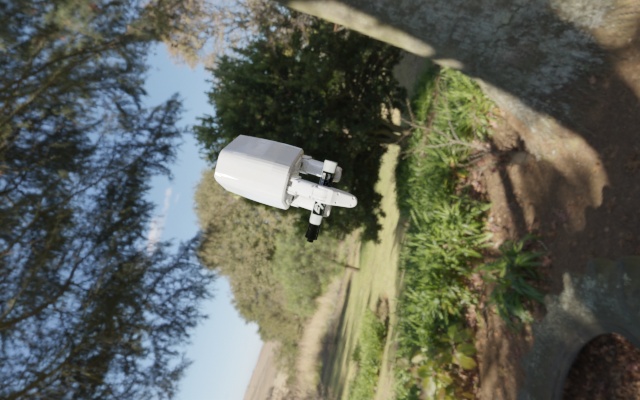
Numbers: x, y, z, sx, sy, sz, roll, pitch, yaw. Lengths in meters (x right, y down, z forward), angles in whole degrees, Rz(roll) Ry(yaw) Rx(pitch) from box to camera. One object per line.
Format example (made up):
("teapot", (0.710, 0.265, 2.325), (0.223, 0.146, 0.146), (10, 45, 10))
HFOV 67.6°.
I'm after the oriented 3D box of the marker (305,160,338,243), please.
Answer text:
("marker", (0.000, 0.002, 0.686), (0.020, 0.121, 0.020), (15, 7, -2))
